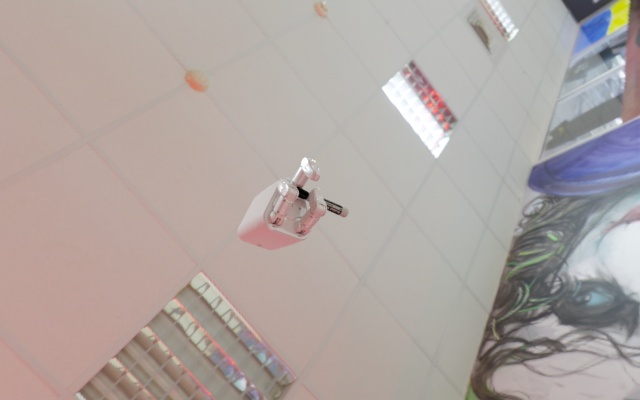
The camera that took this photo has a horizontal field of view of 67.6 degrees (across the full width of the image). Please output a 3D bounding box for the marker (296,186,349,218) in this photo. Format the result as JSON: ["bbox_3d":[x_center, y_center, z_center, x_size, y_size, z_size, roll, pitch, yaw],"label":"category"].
[{"bbox_3d":[0.000,0.003,0.873,0.121,0.020,0.020,24,-13,-30],"label":"marker"}]
